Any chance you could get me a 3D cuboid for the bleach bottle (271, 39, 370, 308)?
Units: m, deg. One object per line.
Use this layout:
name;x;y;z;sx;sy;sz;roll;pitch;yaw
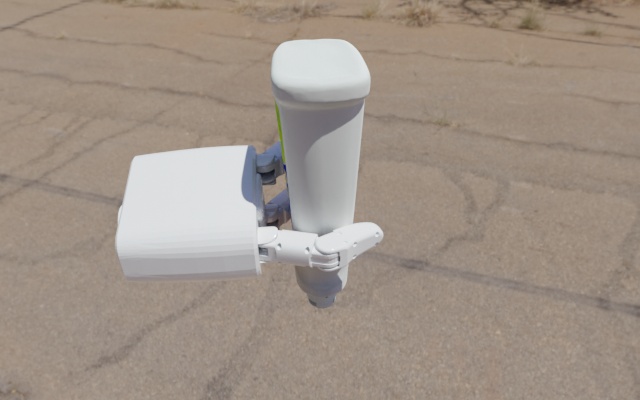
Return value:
bleach bottle;0.000;0.001;0.409;0.068;0.251;0.102;-3;35;-3
